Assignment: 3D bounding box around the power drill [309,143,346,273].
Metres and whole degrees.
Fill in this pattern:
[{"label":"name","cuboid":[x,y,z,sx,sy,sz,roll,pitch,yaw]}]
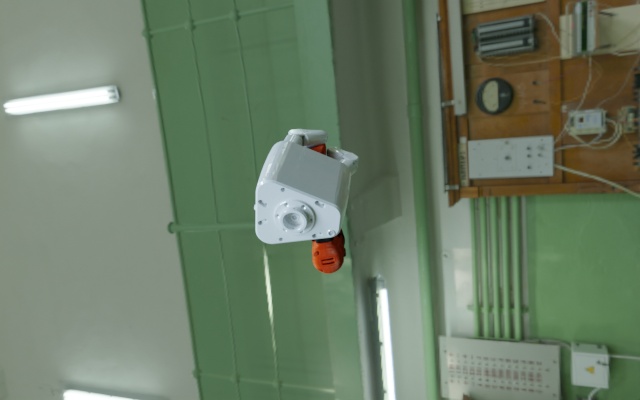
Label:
[{"label":"power drill","cuboid":[0.000,0.002,0.751,0.057,0.188,0.184,-13,13,3]}]
